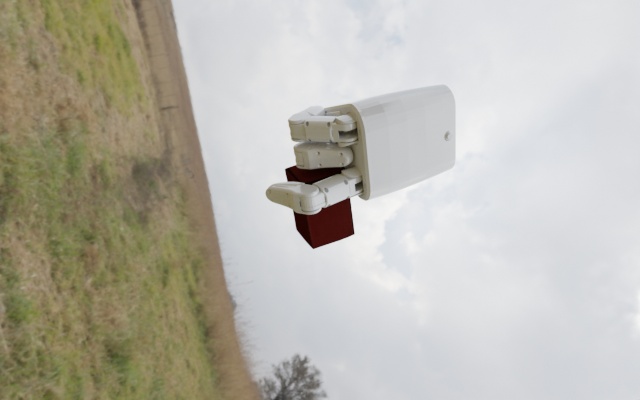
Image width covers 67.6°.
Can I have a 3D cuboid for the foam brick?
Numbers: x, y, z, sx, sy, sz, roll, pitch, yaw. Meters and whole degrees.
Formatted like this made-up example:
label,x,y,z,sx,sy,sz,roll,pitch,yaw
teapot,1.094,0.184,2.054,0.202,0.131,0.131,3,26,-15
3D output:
label,x,y,z,sx,sy,sz,roll,pitch,yaw
foam brick,0.000,0.002,0.505,0.051,0.078,0.053,-18,30,-17
